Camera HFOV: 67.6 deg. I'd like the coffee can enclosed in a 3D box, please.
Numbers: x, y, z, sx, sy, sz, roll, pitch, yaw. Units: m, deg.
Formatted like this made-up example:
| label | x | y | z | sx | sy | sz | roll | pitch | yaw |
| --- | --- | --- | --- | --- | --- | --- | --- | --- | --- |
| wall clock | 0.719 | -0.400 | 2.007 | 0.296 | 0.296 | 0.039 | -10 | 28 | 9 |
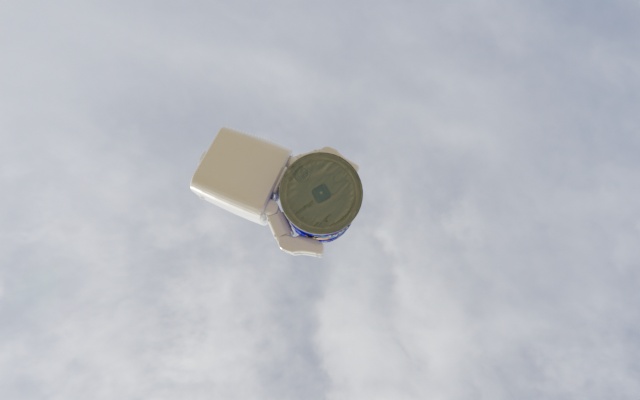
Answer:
| label | x | y | z | sx | sy | sz | roll | pitch | yaw |
| --- | --- | --- | --- | --- | --- | --- | --- | --- | --- |
| coffee can | 0.000 | 0.002 | 0.648 | 0.103 | 0.103 | 0.140 | 0 | -10 | -1 |
